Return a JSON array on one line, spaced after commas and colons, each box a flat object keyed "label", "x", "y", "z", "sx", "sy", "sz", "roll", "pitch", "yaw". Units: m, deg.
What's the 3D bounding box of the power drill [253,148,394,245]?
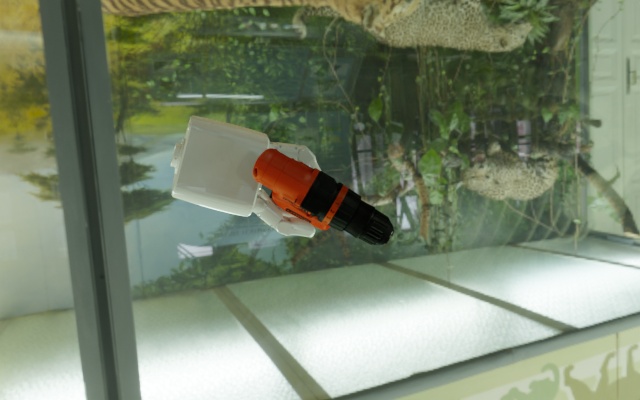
[{"label": "power drill", "x": 0.000, "y": 0.002, "z": 0.636, "sx": 0.184, "sy": 0.057, "sz": 0.187, "roll": 32, "pitch": -7, "yaw": -2}]
